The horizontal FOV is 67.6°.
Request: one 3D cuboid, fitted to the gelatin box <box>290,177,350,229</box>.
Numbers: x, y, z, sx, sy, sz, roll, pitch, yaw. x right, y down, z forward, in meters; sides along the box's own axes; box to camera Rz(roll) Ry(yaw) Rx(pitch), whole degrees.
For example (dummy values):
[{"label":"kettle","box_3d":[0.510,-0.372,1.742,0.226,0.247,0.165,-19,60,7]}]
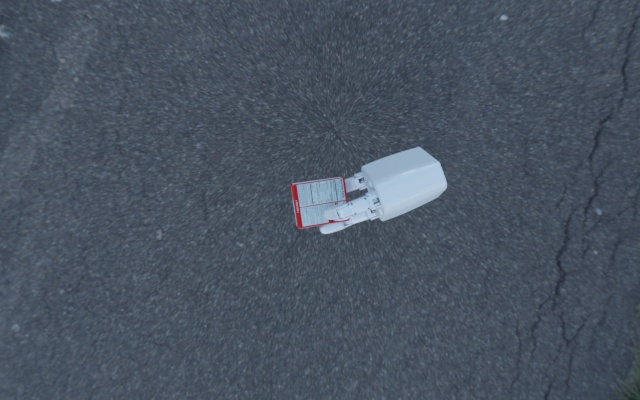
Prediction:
[{"label":"gelatin box","box_3d":[0.000,0.003,0.782,0.089,0.073,0.030,-9,6,-7]}]
